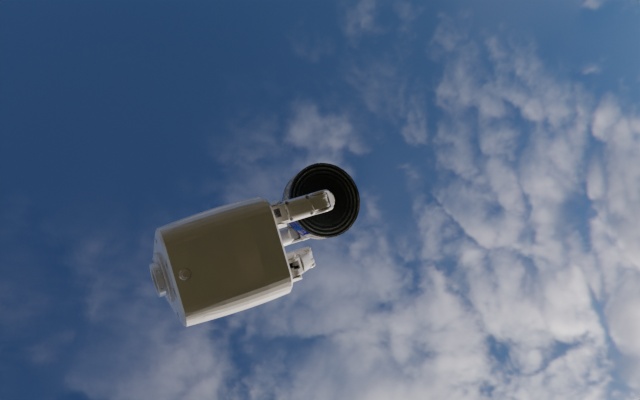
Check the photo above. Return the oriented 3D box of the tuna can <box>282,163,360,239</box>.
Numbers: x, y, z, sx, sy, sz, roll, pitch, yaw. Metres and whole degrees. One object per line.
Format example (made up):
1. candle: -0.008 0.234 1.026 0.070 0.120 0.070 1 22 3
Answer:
1. tuna can: 0.000 0.002 0.552 0.086 0.086 0.034 0 -9 -22
